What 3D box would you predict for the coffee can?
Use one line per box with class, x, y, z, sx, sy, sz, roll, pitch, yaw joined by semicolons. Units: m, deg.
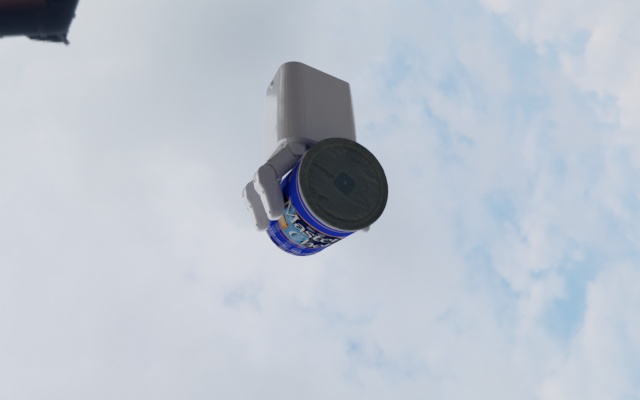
coffee can;0.000;0.002;0.556;0.103;0.102;0.140;0;-17;-23
